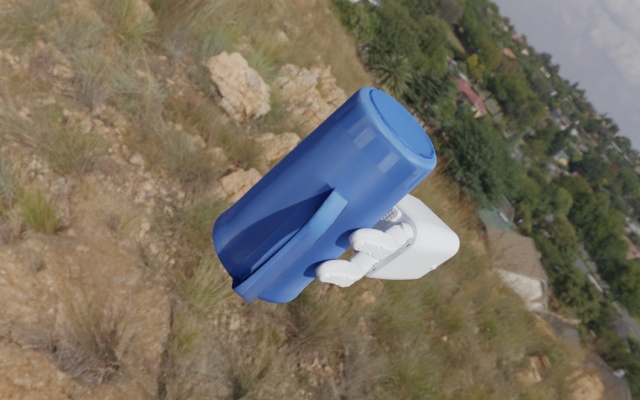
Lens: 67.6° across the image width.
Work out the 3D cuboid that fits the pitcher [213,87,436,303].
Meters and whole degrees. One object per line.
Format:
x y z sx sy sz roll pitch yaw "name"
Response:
0.000 0.002 0.512 0.145 0.149 0.243 15 -48 -46 "pitcher"
